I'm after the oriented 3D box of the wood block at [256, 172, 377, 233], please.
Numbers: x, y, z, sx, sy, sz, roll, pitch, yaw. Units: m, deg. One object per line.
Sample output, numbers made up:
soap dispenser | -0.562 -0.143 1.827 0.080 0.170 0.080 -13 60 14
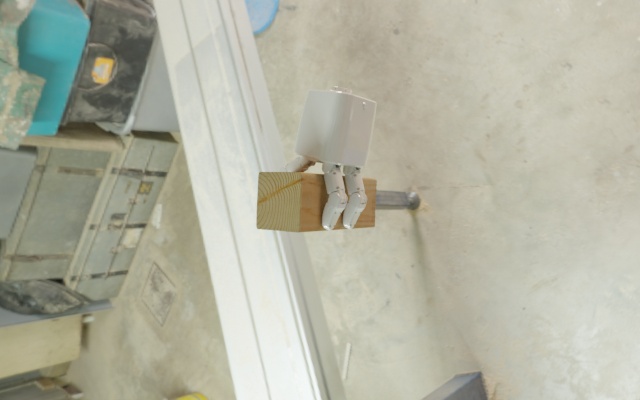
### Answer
wood block | 0.000 0.002 0.788 0.091 0.090 0.206 3 1 38
